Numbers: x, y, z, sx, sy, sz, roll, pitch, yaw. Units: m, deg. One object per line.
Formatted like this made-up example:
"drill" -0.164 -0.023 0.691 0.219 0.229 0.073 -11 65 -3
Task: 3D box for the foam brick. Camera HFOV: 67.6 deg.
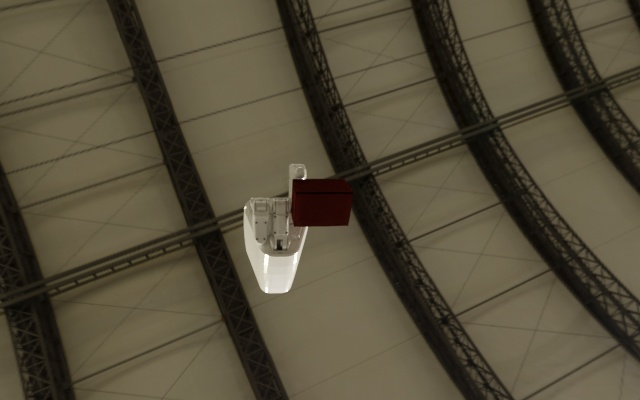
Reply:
"foam brick" 0.000 0.002 0.660 0.078 0.051 0.053 0 22 -9
